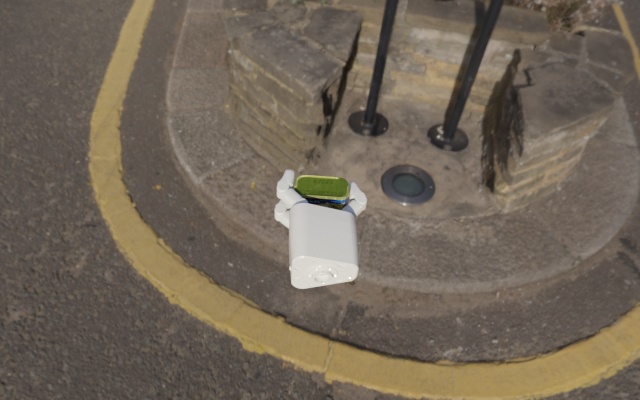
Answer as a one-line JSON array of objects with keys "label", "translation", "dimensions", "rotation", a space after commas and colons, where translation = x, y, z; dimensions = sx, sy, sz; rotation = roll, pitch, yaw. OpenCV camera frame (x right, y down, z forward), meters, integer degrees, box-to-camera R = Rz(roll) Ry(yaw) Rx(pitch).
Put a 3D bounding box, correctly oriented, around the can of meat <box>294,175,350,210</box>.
[{"label": "can of meat", "translation": [0.000, 0.003, 0.848], "dimensions": [0.102, 0.057, 0.084], "rotation": [3, -42, -2]}]
